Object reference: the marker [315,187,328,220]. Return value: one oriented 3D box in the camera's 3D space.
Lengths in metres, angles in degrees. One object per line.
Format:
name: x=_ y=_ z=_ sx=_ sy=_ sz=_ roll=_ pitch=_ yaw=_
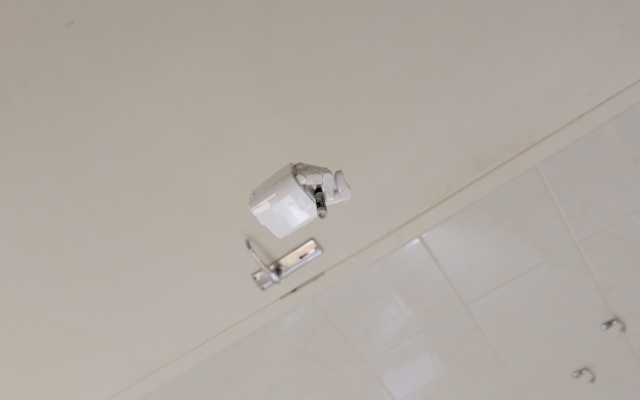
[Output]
marker: x=0.000 y=0.003 z=0.875 sx=0.020 sy=0.020 sz=0.121 roll=0 pitch=22 yaw=-3
